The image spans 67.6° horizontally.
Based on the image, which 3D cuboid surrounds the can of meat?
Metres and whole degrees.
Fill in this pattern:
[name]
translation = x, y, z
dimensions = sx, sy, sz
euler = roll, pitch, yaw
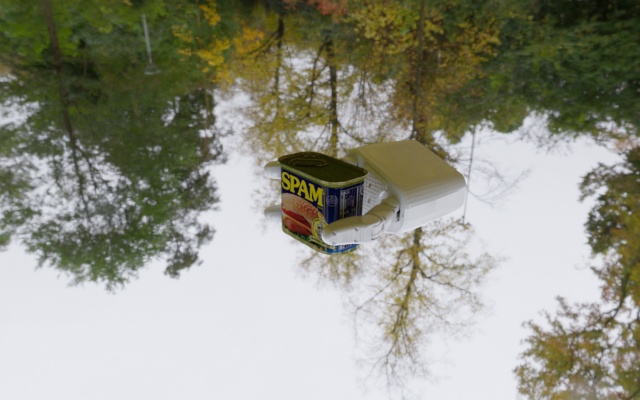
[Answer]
[can of meat]
translation = 0.000, 0.002, 0.509
dimensions = 0.057, 0.084, 0.102
euler = -18, 29, -37
